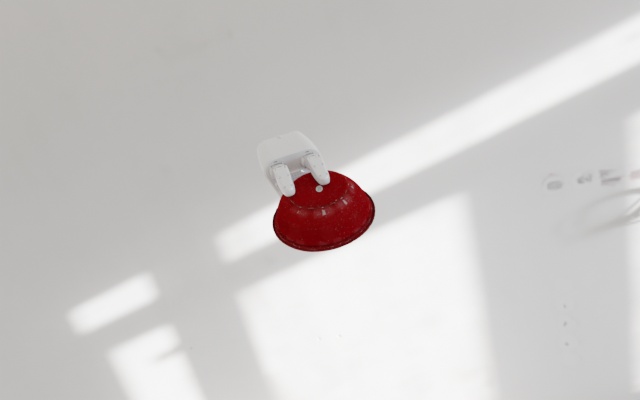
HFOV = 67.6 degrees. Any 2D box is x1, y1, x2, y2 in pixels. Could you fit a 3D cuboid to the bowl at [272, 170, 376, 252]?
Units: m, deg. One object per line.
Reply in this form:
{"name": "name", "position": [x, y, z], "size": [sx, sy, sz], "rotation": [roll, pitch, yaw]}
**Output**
{"name": "bowl", "position": [0.001, 0.003, 0.722], "size": [0.162, 0.055, 0.162], "rotation": [-7, 39, 6]}
